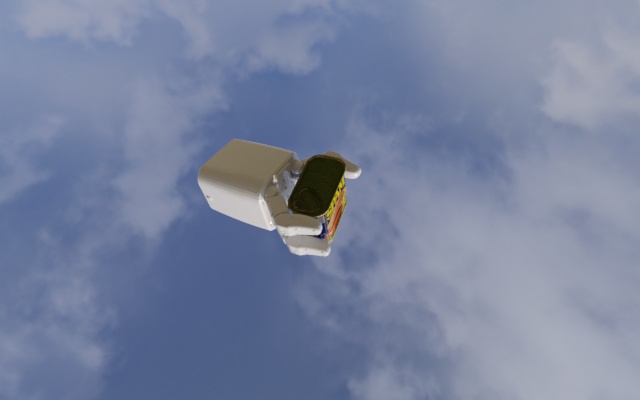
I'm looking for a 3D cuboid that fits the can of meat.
[{"bbox_3d":[0.000,0.002,0.669,0.057,0.102,0.084,14,-32,17],"label":"can of meat"}]
